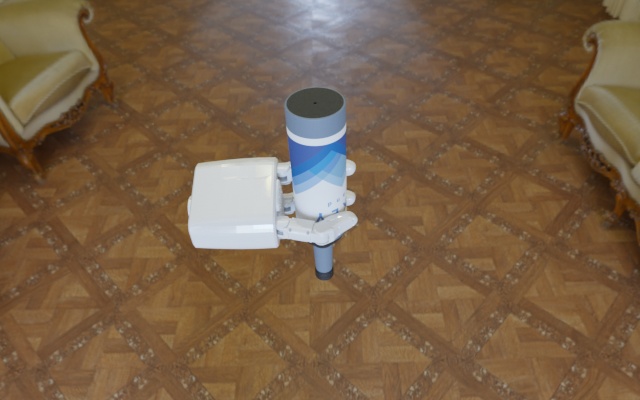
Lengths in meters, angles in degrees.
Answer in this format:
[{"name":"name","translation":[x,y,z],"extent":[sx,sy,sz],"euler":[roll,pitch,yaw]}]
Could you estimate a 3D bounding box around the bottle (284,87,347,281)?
[{"name":"bottle","translation":[0.000,0.002,0.612],"extent":[0.069,0.296,0.069],"euler":[-2,43,2]}]
